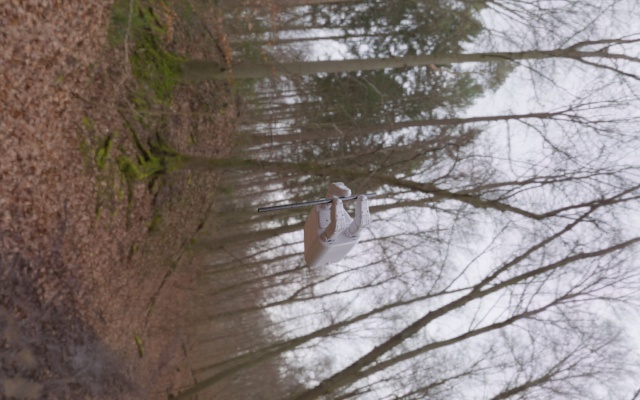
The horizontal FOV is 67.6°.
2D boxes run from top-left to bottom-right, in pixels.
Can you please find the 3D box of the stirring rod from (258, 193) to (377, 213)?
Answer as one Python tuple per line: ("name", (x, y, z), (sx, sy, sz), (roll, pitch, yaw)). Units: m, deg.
("stirring rod", (0.000, 0.003, 0.883), (0.239, 0.011, 0.011), (-8, 3, -25))
